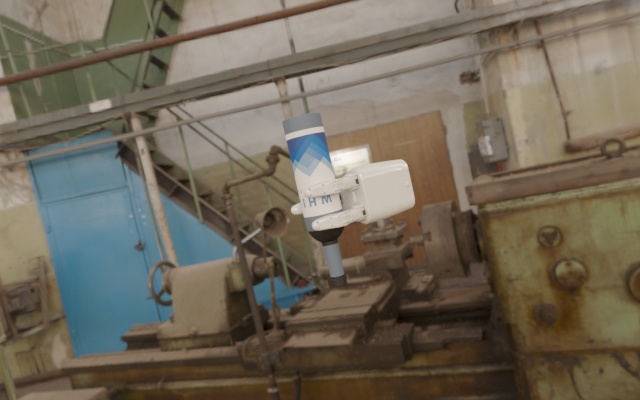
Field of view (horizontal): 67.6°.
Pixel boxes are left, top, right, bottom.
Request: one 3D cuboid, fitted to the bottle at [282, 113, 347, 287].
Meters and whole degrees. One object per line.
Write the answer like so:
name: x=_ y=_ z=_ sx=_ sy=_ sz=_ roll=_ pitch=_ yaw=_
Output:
bottle: x=0.000 y=0.002 z=0.816 sx=0.069 sy=0.296 sz=0.069 roll=-13 pitch=3 yaw=1
